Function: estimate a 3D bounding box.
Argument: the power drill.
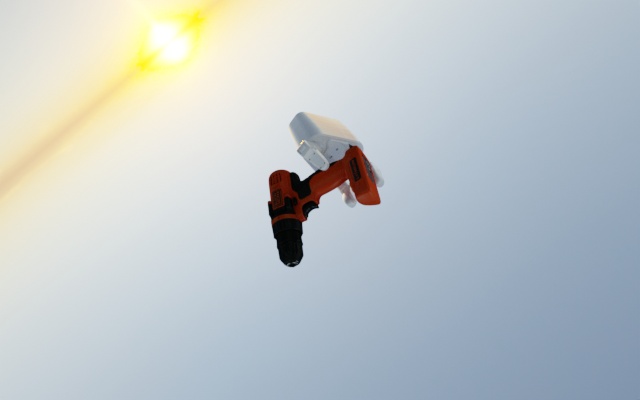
[{"bbox_3d":[0.001,0.002,0.786,0.188,0.184,0.057,-22,-33,17],"label":"power drill"}]
